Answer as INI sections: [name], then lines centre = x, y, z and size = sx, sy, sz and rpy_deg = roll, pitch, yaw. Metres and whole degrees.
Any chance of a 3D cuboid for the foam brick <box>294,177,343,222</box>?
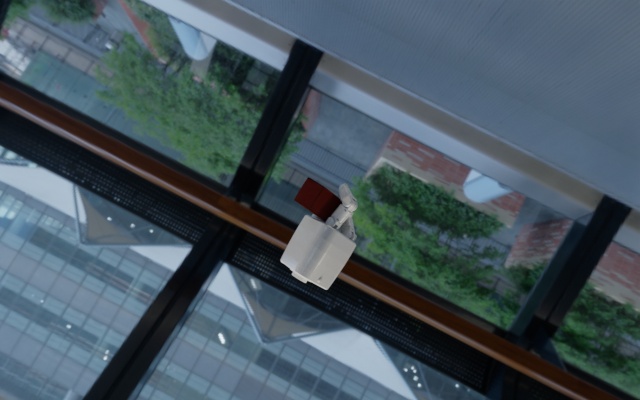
[foam brick]
centre = 0.000, 0.003, 0.893
size = 0.078, 0.051, 0.053
rpy_deg = 37, -3, -43
